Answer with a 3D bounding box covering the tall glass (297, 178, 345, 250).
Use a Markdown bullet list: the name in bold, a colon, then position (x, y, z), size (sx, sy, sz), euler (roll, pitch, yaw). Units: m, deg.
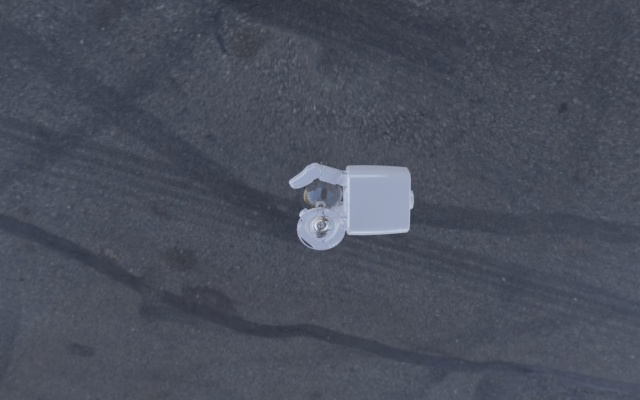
- **tall glass**: position (0.000, 0.003, 0.818), size (0.079, 0.079, 0.201), euler (0, 25, -1)
